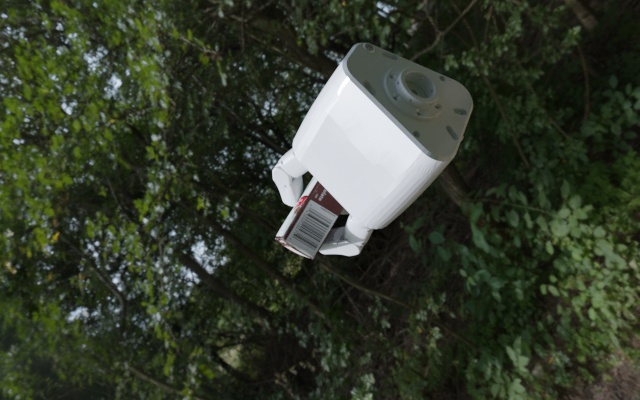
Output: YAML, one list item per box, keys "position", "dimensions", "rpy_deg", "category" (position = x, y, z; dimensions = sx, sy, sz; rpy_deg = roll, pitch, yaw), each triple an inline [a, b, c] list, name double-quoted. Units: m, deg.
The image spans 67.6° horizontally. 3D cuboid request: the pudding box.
- position: [0.000, 0.001, 0.484]
  dimensions: [0.039, 0.113, 0.090]
  rpy_deg: [34, -9, -5]
  category: "pudding box"
